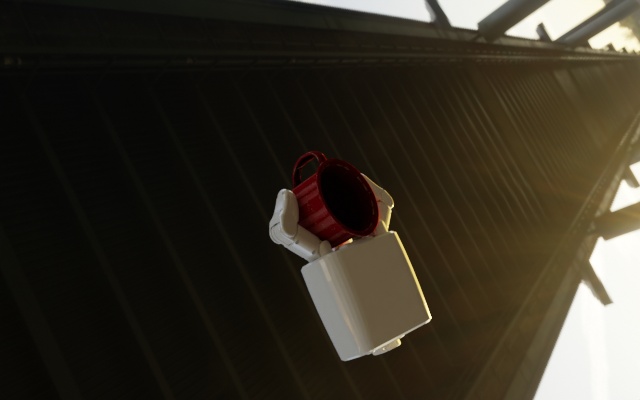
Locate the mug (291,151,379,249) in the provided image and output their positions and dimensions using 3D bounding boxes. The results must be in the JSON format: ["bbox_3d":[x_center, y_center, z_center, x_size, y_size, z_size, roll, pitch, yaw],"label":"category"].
[{"bbox_3d":[-0.001,0.001,0.539,0.081,0.117,0.093,-33,-16,38],"label":"mug"}]
